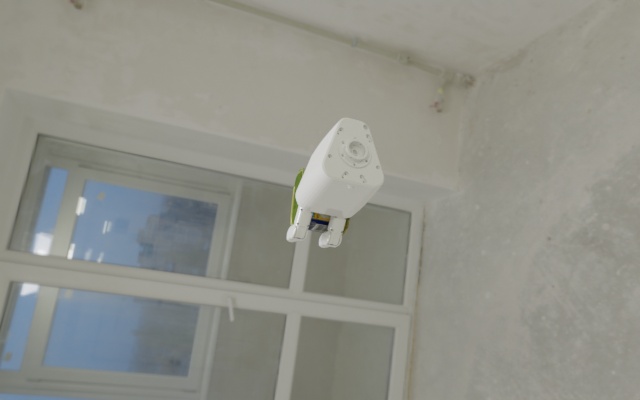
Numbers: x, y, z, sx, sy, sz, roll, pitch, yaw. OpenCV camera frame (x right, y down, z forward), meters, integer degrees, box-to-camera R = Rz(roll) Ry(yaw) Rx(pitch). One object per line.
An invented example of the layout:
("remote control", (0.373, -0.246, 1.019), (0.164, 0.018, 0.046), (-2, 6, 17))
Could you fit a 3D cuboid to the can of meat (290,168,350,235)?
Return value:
("can of meat", (0.000, 0.002, 0.781), (0.084, 0.102, 0.057), (11, -24, -17))
